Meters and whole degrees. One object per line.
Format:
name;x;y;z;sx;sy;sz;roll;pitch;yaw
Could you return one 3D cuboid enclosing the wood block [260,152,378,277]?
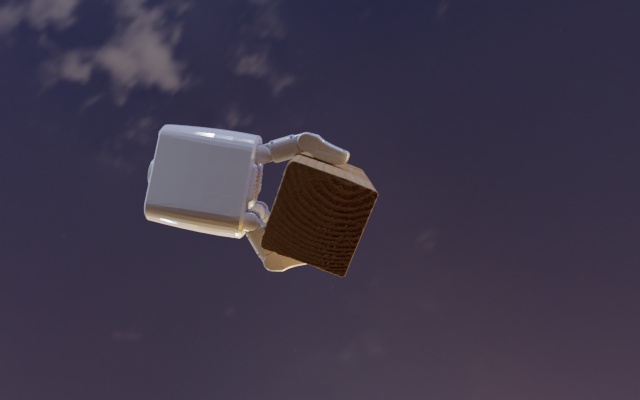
wood block;0.000;0.001;0.545;0.090;0.091;0.206;20;9;-2
